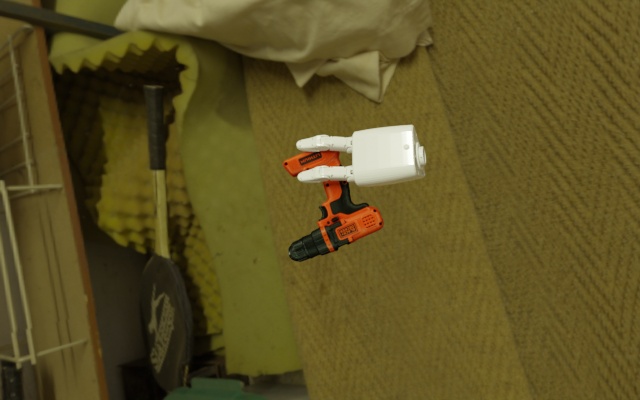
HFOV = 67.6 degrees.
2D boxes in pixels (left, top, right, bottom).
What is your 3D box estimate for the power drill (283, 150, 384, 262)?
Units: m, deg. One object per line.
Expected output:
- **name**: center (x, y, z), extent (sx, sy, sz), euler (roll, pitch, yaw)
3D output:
- **power drill**: center (0.000, 0.002, 0.877), extent (0.184, 0.187, 0.057), euler (-23, -2, 2)
